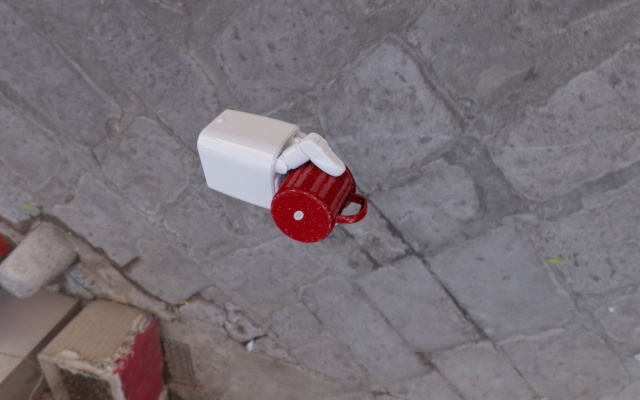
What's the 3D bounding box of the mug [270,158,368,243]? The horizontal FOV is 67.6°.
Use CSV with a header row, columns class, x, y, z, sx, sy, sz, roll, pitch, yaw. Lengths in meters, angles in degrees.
class,x,y,z,sx,sy,sz,roll,pitch,yaw
mug,0.001,0.003,0.592,0.117,0.093,0.081,16,38,12
